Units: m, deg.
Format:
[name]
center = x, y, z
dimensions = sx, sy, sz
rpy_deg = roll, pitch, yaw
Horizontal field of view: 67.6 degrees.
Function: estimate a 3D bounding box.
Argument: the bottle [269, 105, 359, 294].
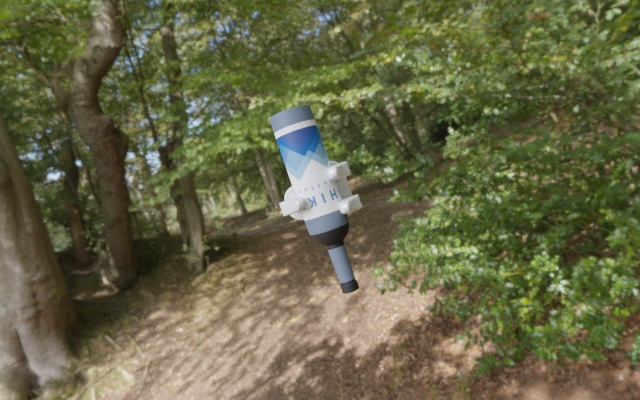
[bottle]
center = 0.000, 0.002, 0.743
dimensions = 0.069, 0.296, 0.069
rpy_deg = -19, 2, 1
